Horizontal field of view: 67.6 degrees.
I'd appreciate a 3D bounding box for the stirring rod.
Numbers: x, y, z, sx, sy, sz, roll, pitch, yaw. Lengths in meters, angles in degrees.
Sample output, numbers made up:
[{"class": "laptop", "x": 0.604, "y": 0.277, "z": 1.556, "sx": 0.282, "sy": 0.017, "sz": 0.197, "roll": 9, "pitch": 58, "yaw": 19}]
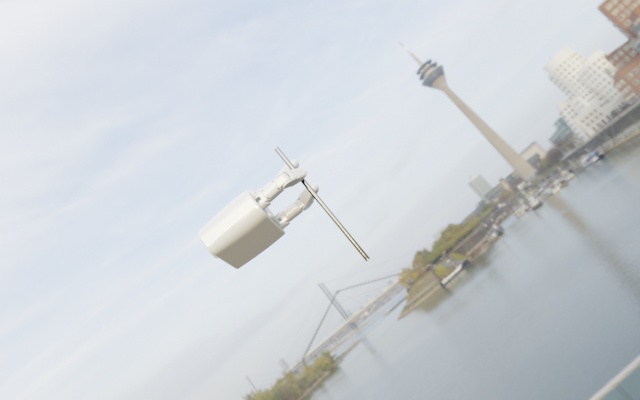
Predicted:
[{"class": "stirring rod", "x": 0.000, "y": 0.003, "z": 0.772, "sx": 0.011, "sy": 0.239, "sz": 0.011, "roll": -37, "pitch": -14, "yaw": -11}]
